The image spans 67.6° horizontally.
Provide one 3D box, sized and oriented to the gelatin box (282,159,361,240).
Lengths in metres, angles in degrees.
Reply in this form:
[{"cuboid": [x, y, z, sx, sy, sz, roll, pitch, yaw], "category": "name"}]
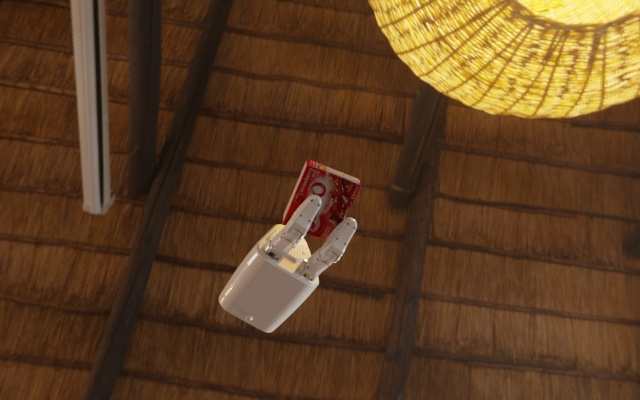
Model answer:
[{"cuboid": [0.000, 0.002, 0.605, 0.073, 0.089, 0.030, 21, 20, -10], "category": "gelatin box"}]
